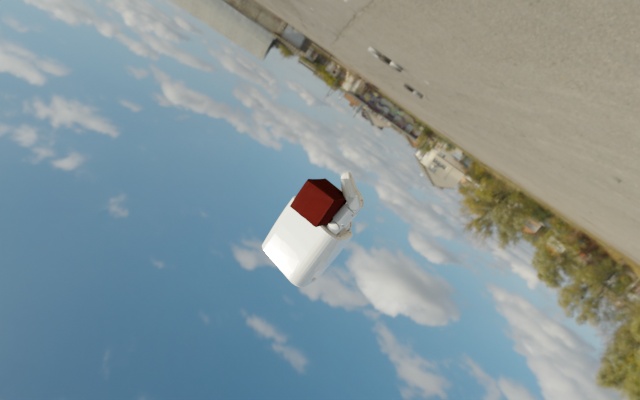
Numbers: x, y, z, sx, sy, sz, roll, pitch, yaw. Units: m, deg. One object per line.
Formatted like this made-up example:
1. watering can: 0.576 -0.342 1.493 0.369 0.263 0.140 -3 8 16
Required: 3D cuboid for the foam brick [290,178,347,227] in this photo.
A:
1. foam brick: 0.000 0.002 0.716 0.053 0.051 0.078 40 14 14
